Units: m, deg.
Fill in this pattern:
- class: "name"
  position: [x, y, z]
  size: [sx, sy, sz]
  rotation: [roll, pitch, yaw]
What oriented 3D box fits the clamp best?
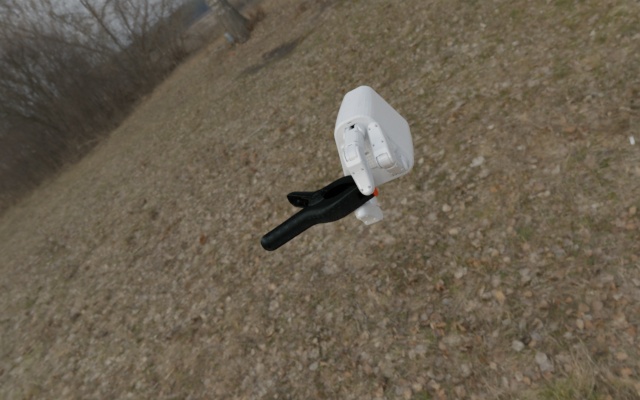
- class: "clamp"
  position: [0.000, 0.002, 0.653]
  size: [0.171, 0.039, 0.120]
  rotation: [-23, 31, 23]
